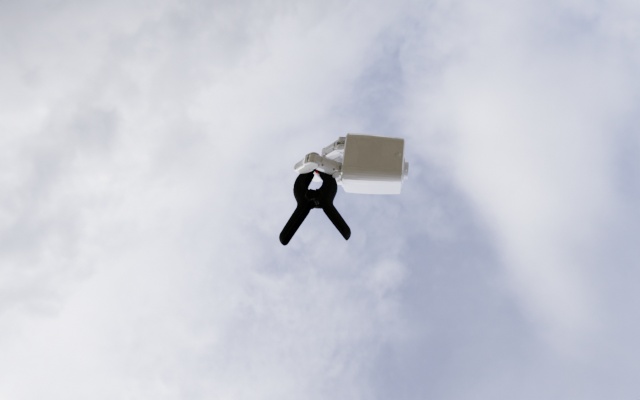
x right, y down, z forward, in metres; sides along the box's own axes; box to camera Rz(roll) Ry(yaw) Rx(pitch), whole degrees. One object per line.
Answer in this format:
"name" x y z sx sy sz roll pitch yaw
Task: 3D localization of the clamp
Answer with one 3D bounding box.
"clamp" 0.000 0.003 0.825 0.120 0.171 0.039 5 -28 9
